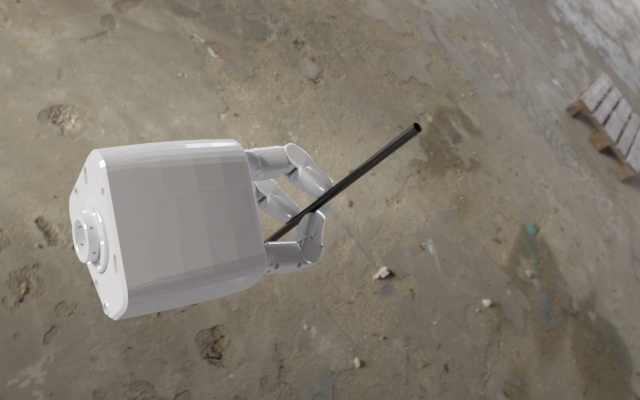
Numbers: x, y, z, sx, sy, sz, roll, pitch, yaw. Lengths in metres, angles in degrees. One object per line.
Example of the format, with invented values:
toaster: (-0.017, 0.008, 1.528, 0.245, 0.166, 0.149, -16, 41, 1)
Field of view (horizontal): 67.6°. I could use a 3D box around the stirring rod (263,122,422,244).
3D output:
stirring rod: (0.000, 0.001, 0.419, 0.011, 0.011, 0.240, 0, -26, -39)
